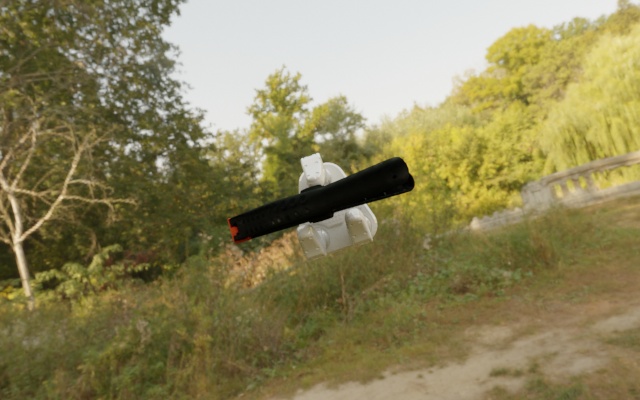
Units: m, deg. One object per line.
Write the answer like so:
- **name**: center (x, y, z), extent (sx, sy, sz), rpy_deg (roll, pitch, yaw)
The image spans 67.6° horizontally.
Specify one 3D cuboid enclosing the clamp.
- **clamp**: center (-0.001, 0.001, 0.490), extent (0.210, 0.036, 0.164), rpy_deg (-17, -6, 5)
